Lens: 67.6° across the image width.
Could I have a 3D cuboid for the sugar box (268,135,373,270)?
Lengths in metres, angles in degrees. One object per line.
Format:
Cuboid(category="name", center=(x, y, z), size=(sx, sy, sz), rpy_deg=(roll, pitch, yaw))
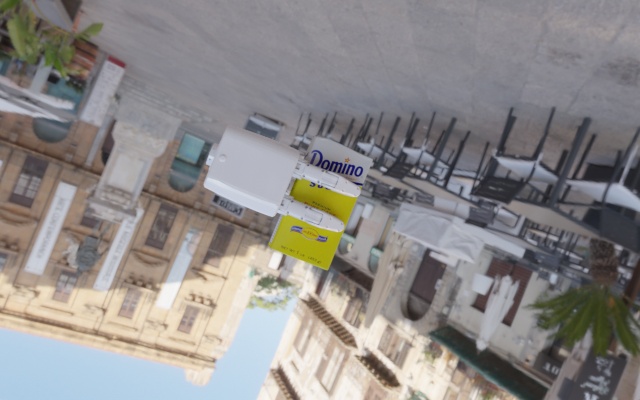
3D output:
Cuboid(category="sugar box", center=(0.000, 0.002, 0.697), size=(0.093, 0.176, 0.048), rpy_deg=(22, 0, -10))
